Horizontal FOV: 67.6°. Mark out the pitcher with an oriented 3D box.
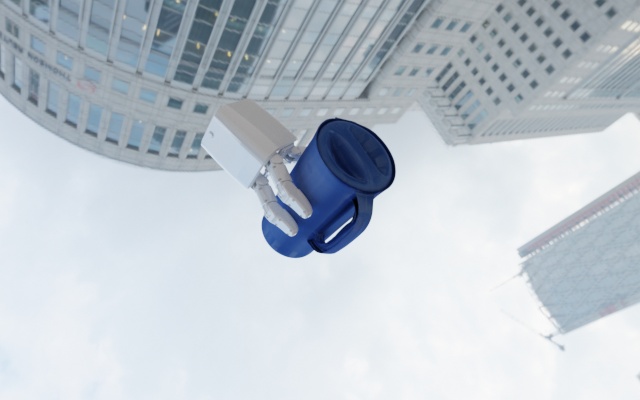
[{"bbox_3d":[0.000,0.002,0.750,0.149,0.145,0.243,-48,-1,-45],"label":"pitcher"}]
